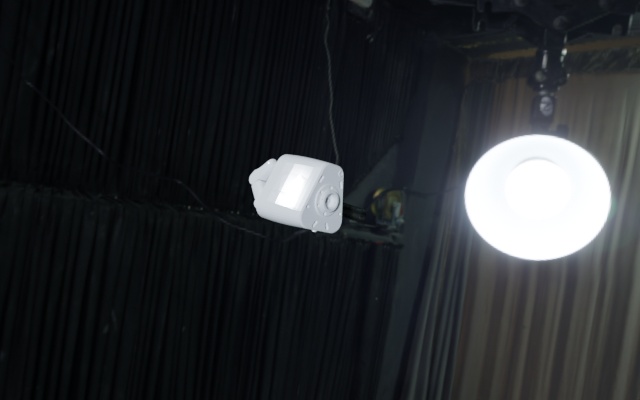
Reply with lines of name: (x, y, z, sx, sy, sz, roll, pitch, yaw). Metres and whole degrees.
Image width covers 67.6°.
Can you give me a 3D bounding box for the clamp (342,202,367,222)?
clamp: (0.000, 0.002, 0.868, 0.171, 0.039, 0.120, 9, 6, -44)
